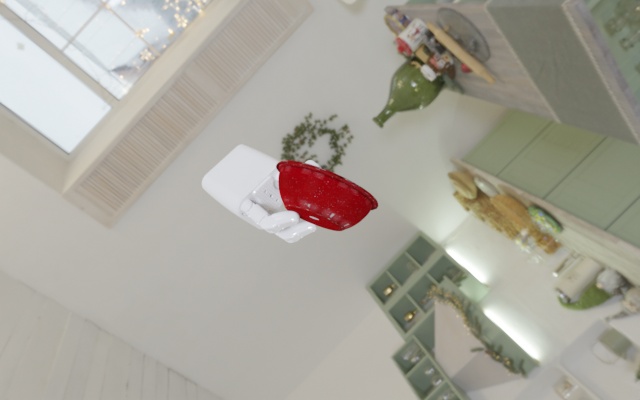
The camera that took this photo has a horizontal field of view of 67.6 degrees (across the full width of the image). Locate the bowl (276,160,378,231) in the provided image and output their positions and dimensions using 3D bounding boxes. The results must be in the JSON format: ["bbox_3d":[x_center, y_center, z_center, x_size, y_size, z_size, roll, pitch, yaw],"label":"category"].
[{"bbox_3d":[0.001,0.003,0.697,0.162,0.055,0.162,21,-13,5],"label":"bowl"}]
